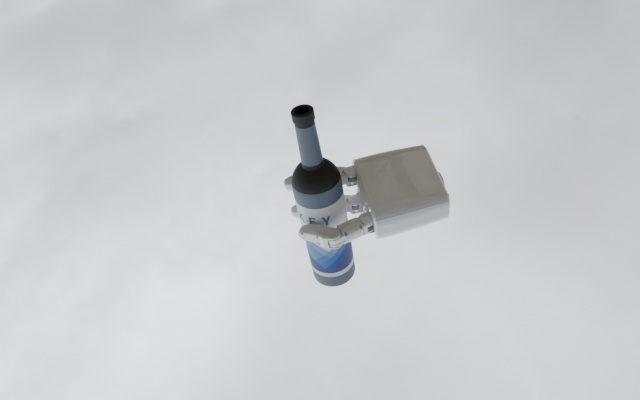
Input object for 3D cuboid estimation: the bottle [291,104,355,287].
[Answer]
[{"bbox_3d":[0.000,0.002,0.653,0.069,0.296,0.069,-6,42,6],"label":"bottle"}]
